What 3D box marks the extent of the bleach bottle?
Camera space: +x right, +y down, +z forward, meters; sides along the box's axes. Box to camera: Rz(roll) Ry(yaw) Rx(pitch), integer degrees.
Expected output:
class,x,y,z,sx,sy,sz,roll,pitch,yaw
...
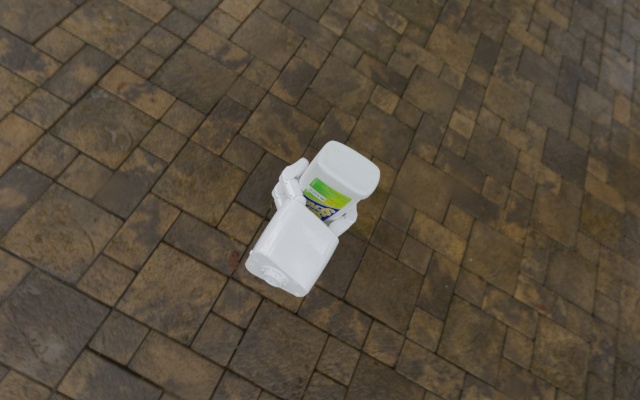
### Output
class,x,y,z,sx,sy,sz,roll,pitch,yaw
bleach bottle,0.000,0.003,0.808,0.102,0.068,0.251,33,-33,-3
